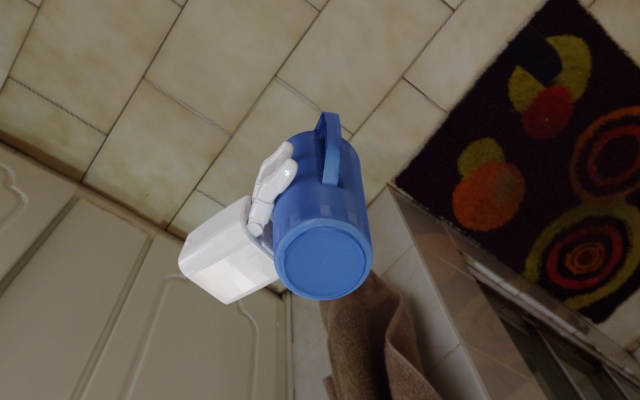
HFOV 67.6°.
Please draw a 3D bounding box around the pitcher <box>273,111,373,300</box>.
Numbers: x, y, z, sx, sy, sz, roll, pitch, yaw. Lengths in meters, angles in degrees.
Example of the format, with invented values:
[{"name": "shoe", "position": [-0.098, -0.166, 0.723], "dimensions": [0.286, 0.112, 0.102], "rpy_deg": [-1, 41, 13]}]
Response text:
[{"name": "pitcher", "position": [0.000, 0.002, 0.607], "dimensions": [0.145, 0.149, 0.242], "rpy_deg": [-31, 25, 13]}]
